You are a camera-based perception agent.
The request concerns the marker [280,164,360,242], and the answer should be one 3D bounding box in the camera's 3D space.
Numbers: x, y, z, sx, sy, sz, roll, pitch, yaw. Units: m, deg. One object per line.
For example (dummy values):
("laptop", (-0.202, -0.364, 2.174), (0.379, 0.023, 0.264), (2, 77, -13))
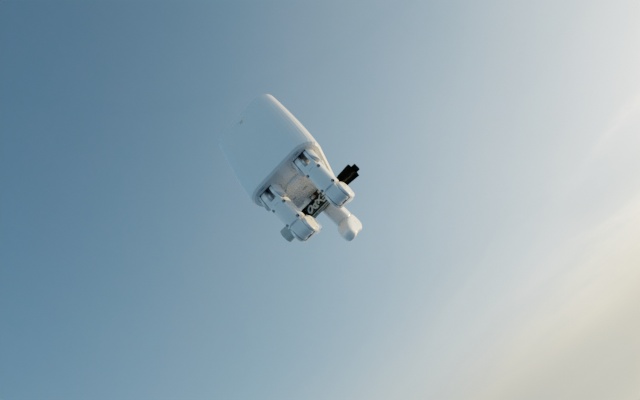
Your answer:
("marker", (0.000, 0.002, 0.566), (0.121, 0.020, 0.020), (-45, -10, 10))
